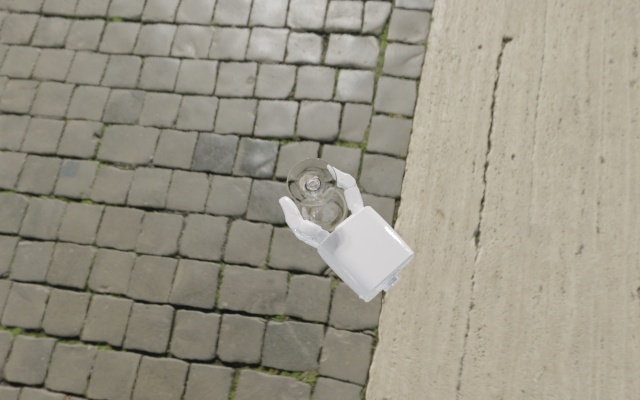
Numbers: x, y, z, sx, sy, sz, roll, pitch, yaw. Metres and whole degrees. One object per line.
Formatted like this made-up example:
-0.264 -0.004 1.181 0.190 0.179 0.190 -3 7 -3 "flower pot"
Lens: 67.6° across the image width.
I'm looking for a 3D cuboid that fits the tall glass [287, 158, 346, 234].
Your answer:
0.000 0.002 0.785 0.079 0.079 0.201 0 -17 7 "tall glass"
